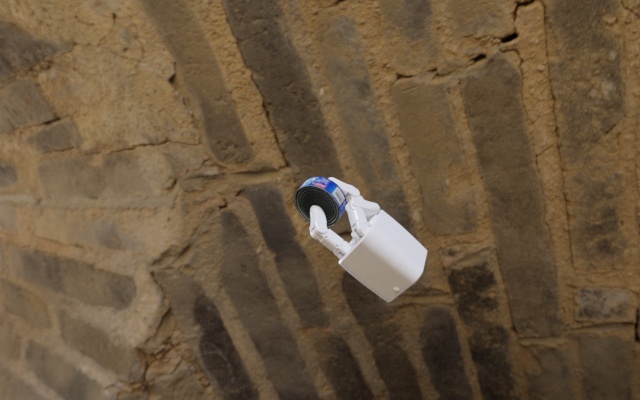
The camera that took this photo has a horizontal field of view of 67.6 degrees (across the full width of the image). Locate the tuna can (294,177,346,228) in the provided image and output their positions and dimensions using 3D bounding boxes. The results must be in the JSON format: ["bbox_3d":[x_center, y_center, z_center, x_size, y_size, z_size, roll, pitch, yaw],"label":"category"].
[{"bbox_3d":[0.000,0.002,0.812,0.086,0.086,0.033,0,33,31],"label":"tuna can"}]
